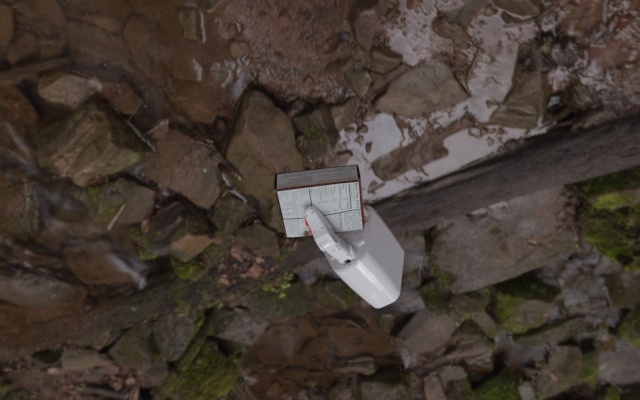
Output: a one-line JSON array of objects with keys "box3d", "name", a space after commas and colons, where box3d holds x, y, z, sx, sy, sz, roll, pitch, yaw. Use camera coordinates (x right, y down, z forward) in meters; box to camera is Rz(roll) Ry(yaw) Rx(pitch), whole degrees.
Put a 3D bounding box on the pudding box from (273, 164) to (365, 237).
[{"box3d": [0.000, 0.002, 0.638, 0.113, 0.090, 0.039, -7, 40, 1], "name": "pudding box"}]
